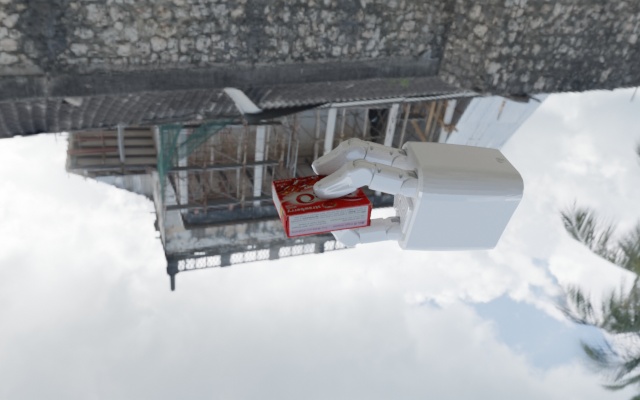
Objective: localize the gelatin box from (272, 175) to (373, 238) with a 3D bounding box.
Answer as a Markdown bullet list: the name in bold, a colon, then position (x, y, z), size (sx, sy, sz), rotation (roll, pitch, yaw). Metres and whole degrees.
- **gelatin box**: position (0.000, 0.002, 0.494), size (0.089, 0.030, 0.073), rotation (-8, 31, -13)
